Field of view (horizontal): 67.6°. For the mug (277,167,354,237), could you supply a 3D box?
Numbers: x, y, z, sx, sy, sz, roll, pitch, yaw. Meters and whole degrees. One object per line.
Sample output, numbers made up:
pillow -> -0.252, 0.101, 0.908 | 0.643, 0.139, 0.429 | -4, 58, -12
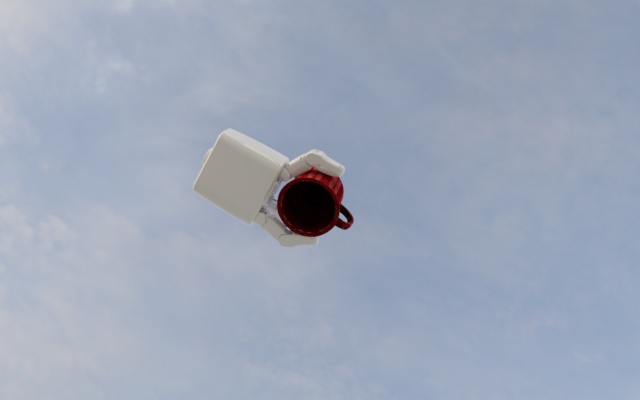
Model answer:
mug -> 0.001, 0.003, 0.720 | 0.117, 0.093, 0.081 | 31, 25, -1
